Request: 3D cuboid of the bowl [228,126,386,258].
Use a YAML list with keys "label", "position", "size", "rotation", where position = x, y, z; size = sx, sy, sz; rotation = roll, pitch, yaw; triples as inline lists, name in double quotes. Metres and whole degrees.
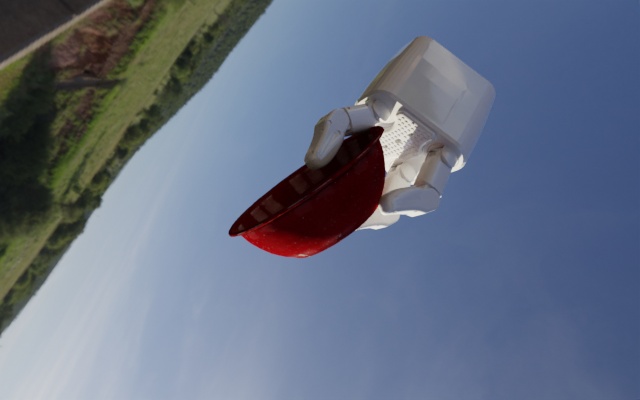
- label: "bowl"
  position: [-0.001, 0.003, 0.421]
  size: [0.162, 0.055, 0.162]
  rotation: [-33, 11, 7]
